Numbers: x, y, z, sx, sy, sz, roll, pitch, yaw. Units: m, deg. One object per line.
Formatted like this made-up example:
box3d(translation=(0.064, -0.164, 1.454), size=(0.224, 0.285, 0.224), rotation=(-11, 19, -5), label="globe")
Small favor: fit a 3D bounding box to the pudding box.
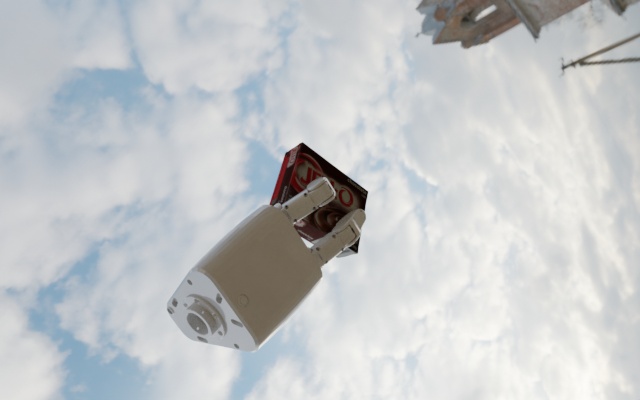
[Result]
box3d(translation=(0.000, 0.002, 0.545), size=(0.113, 0.090, 0.039), rotation=(36, -39, -30), label="pudding box")
